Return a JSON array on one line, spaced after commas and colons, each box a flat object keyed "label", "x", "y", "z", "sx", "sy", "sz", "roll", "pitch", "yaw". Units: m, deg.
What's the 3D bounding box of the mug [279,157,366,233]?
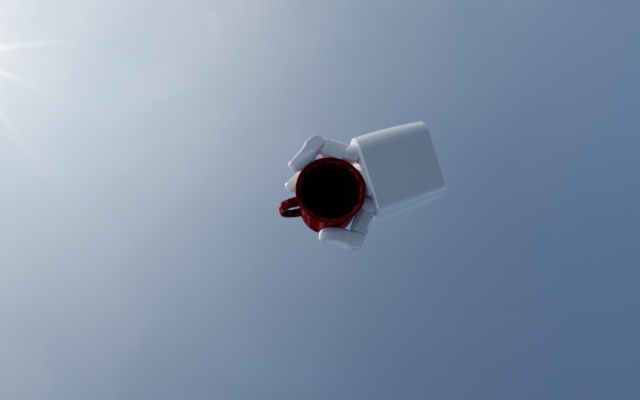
[{"label": "mug", "x": -0.001, "y": 0.003, "z": 0.660, "sx": 0.117, "sy": 0.093, "sz": 0.081, "roll": -16, "pitch": -18, "yaw": -9}]
